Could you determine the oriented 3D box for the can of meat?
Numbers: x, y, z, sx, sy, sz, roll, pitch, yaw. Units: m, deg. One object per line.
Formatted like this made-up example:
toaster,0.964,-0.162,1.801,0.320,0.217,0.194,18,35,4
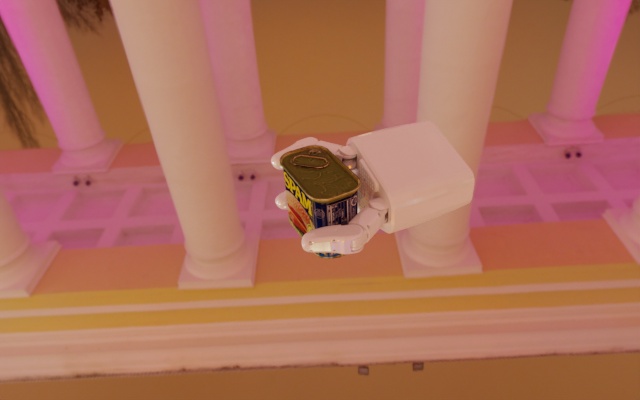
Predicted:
can of meat,0.000,0.002,0.513,0.057,0.084,0.102,-19,39,-20
